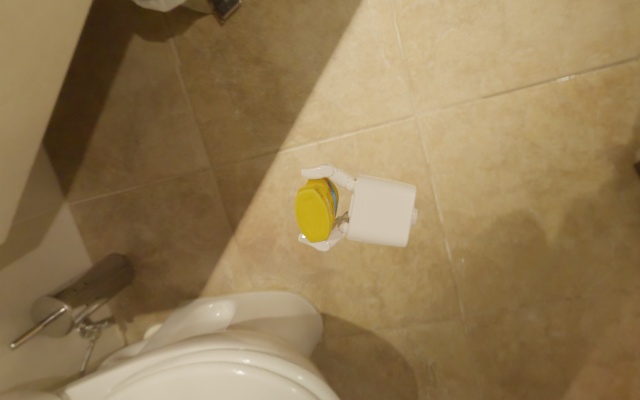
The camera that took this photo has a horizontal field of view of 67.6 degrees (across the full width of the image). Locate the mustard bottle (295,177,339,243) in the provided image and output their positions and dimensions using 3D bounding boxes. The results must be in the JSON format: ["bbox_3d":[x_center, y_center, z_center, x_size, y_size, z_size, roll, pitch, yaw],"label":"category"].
[{"bbox_3d":[0.000,0.003,0.882,0.058,0.096,0.191,-13,13,12],"label":"mustard bottle"}]
